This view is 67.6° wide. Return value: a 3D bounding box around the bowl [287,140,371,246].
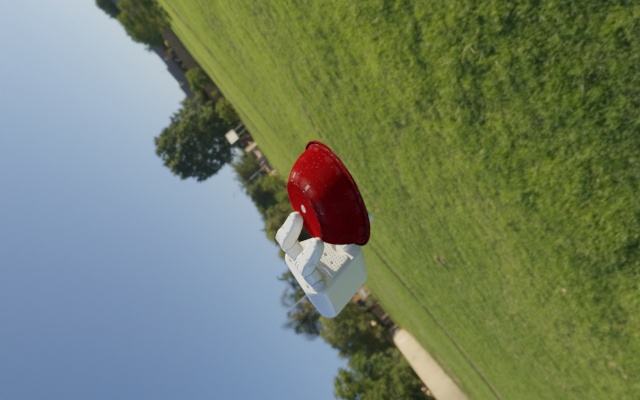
[{"bbox_3d":[-0.001,0.001,0.652,0.055,0.162,0.162,-27,9,-18],"label":"bowl"}]
